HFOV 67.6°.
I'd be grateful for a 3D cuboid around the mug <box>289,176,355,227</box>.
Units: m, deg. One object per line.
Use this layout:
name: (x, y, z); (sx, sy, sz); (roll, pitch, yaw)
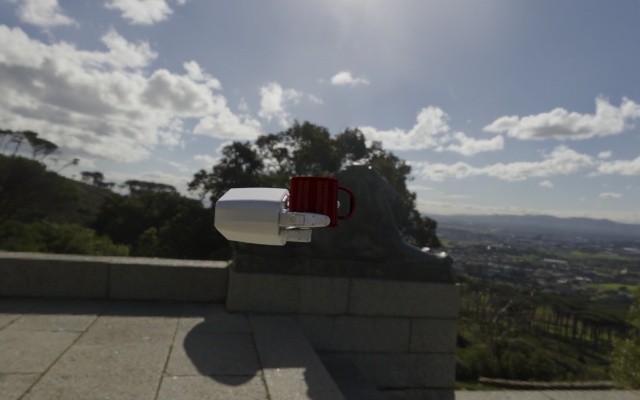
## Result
mug: (0.002, 0.002, 0.804); (0.117, 0.081, 0.093); (2, -1, 4)
